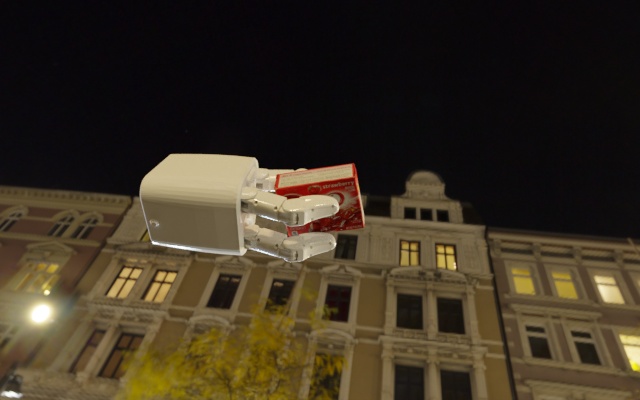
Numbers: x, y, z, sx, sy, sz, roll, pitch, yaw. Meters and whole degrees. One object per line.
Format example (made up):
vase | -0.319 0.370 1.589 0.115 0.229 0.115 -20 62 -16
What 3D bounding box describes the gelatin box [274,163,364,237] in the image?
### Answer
gelatin box | 0.000 0.001 0.529 0.089 0.073 0.030 -8 38 7
